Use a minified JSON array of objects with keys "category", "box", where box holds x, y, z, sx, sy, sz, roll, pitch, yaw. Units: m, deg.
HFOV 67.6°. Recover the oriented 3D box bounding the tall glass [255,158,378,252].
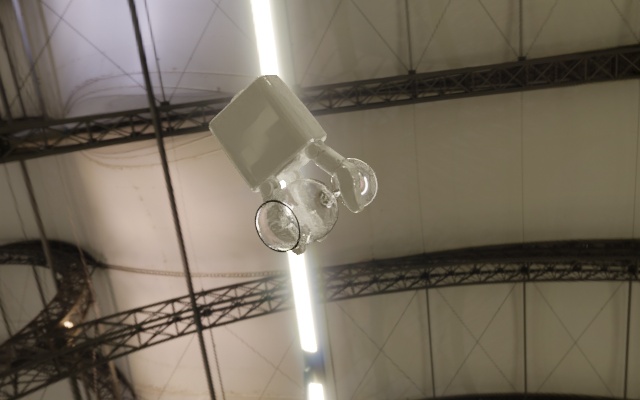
[{"category":"tall glass","box":[0.001,0.002,0.612,0.079,0.079,0.201,0,16,30]}]
